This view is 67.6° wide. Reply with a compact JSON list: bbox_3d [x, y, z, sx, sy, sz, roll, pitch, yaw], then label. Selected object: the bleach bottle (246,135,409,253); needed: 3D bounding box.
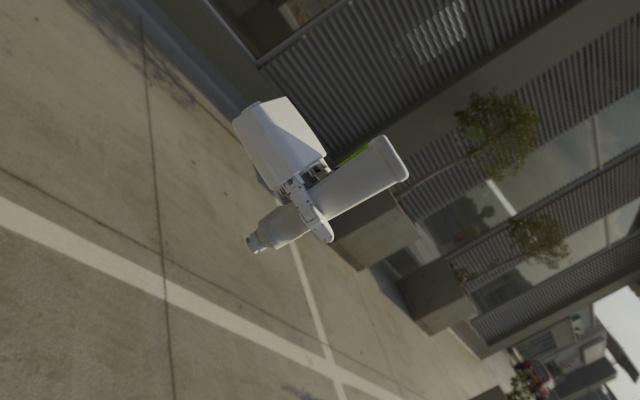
[{"bbox_3d":[0.000,0.002,0.675,0.251,0.068,0.102,-33,4,11],"label":"bleach bottle"}]
